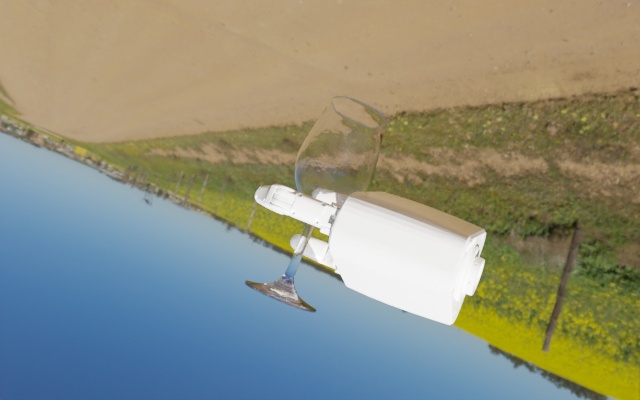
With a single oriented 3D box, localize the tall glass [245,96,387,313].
[{"bbox_3d":[0.000,0.002,0.468,0.079,0.201,0.079,22,-7,3],"label":"tall glass"}]
